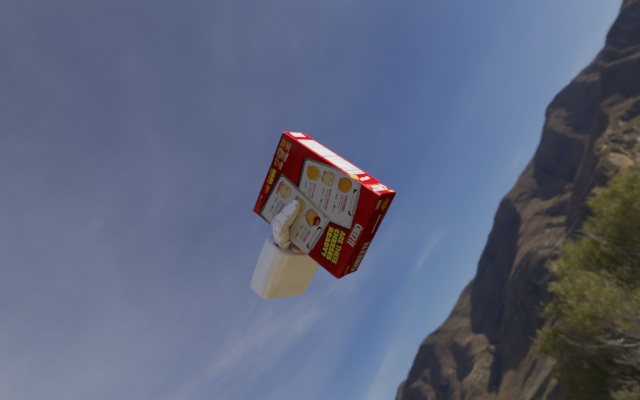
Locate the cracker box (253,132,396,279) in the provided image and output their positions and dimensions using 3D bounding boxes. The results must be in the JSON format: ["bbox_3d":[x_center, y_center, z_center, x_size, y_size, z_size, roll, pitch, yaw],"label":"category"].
[{"bbox_3d":[0.000,0.003,0.819,0.213,0.164,0.072,35,25,26],"label":"cracker box"}]
